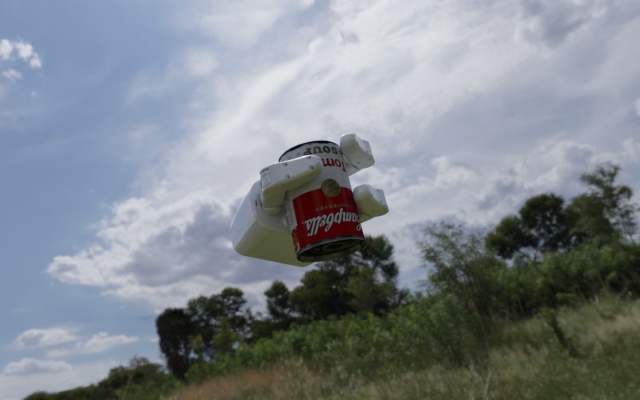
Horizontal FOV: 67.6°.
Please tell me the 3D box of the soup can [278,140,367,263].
[{"bbox_3d":[0.000,0.001,0.465,0.068,0.102,0.068,-11,-20,-4],"label":"soup can"}]
